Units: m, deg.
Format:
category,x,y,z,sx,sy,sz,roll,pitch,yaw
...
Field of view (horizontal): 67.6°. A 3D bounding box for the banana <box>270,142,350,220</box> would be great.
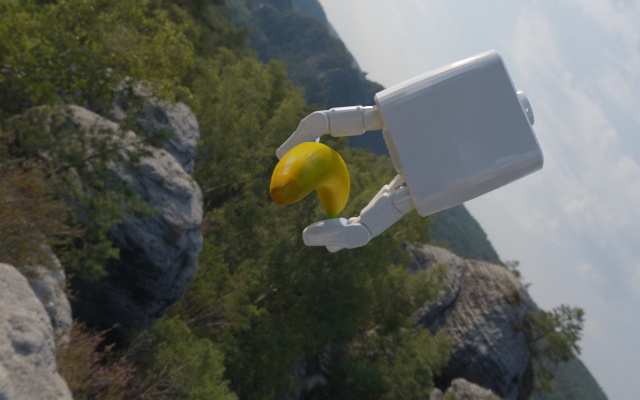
category,x,y,z,sx,sy,sz,roll,pitch,yaw
banana,0.000,-0.016,0.419,0.037,0.069,0.198,-7,-12,14
